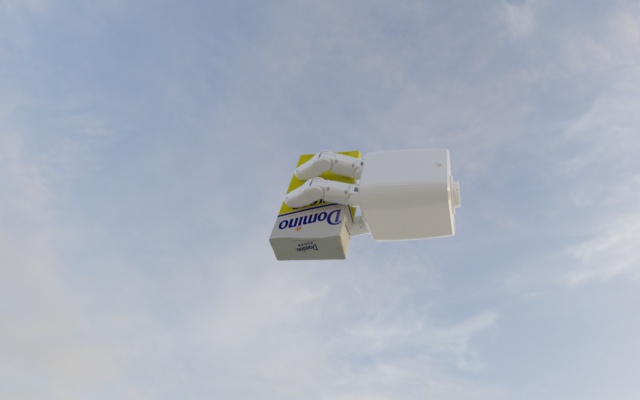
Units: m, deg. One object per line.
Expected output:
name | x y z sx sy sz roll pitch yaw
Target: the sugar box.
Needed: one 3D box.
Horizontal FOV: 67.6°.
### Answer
sugar box | 0.000 0.002 0.639 0.093 0.048 0.176 -4 38 17
